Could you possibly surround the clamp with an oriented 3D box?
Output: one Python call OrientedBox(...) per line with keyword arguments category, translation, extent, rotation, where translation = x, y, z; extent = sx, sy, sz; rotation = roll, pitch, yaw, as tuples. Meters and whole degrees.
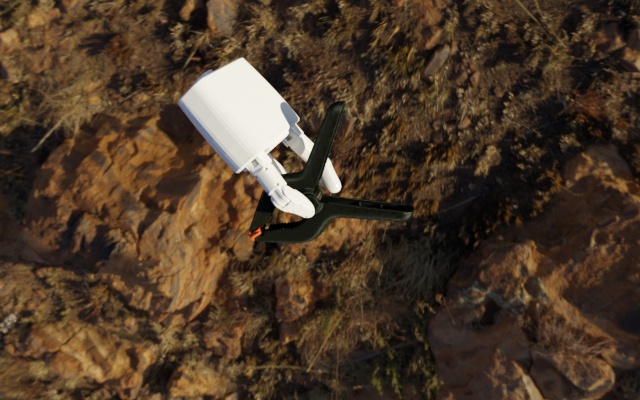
OrientedBox(category="clamp", translation=(-0.001, 0.002, 0.598), extent=(0.210, 0.164, 0.036), rotation=(-38, 7, 23))
